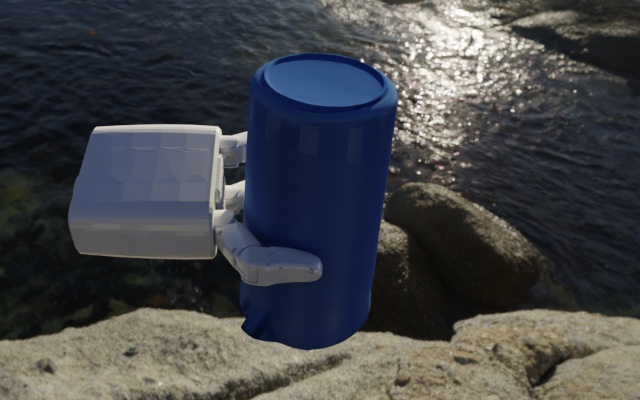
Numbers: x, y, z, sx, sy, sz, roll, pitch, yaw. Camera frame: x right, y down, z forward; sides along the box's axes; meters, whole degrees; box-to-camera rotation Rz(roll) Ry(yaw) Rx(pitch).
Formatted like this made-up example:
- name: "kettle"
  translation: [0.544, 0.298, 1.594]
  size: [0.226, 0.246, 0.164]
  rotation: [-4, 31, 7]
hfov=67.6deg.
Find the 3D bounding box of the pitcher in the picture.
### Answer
- name: "pitcher"
  translation: [0.000, 0.001, 0.421]
  size: [0.145, 0.243, 0.149]
  rotation: [1, 39, -7]
